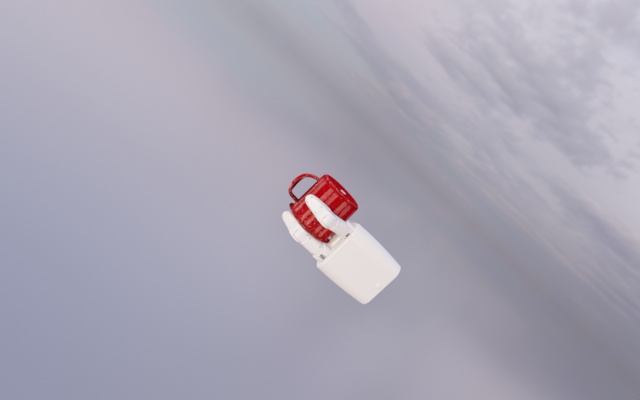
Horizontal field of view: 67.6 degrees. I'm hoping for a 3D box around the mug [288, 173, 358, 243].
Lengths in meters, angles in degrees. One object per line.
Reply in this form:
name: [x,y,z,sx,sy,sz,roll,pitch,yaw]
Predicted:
mug: [-0.001,0.001,0.795,0.117,0.081,0.093,43,10,-11]
